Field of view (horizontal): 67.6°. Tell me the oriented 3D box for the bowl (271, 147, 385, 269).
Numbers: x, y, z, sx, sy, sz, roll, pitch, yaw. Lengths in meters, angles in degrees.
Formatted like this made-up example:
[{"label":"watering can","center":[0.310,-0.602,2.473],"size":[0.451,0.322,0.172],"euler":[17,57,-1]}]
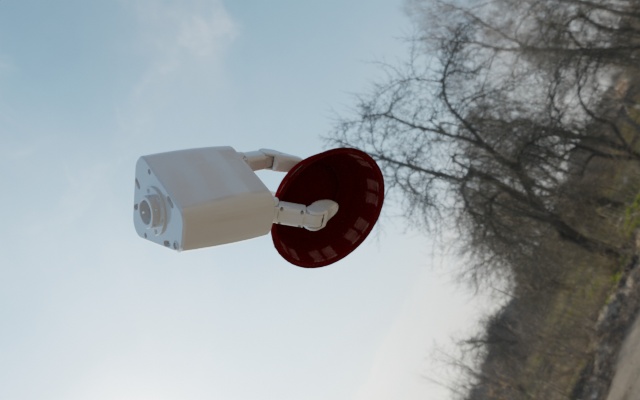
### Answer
[{"label":"bowl","center":[0.001,0.002,0.593],"size":[0.162,0.162,0.055],"euler":[0,25,-34]}]
